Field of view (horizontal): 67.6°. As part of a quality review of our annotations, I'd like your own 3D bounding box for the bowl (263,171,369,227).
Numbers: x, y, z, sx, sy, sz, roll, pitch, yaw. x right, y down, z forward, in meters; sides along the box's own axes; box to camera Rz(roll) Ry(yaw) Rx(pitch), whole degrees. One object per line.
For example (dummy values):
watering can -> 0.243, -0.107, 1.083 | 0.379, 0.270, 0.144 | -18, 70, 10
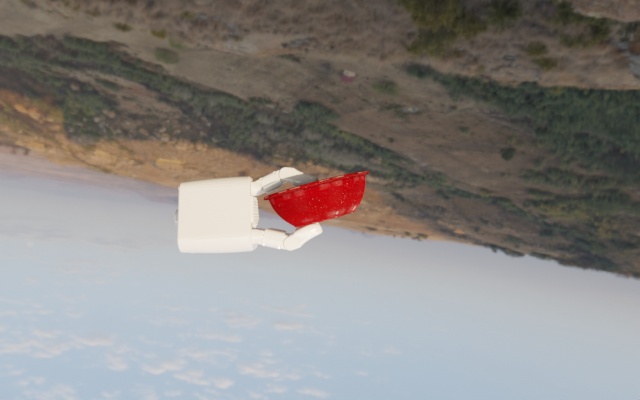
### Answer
bowl -> 0.001, 0.002, 0.706 | 0.162, 0.055, 0.162 | -15, -1, 0
